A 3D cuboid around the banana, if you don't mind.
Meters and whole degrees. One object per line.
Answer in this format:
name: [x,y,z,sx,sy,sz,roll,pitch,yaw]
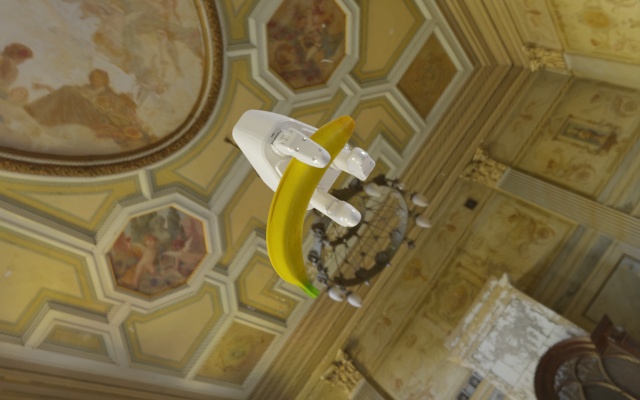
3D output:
banana: [-0.017,0.002,0.502,0.069,0.198,0.037,10,6,-26]
